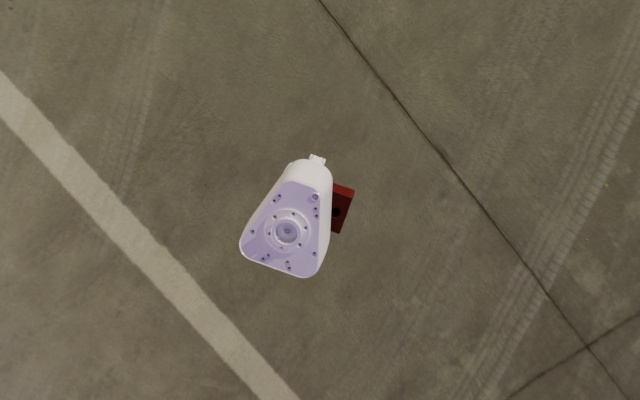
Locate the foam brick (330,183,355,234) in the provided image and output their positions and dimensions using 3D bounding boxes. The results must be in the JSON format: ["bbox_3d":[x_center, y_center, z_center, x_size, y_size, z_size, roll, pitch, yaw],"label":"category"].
[{"bbox_3d":[0.000,0.002,0.633,0.078,0.053,0.051,19,15,0],"label":"foam brick"}]
